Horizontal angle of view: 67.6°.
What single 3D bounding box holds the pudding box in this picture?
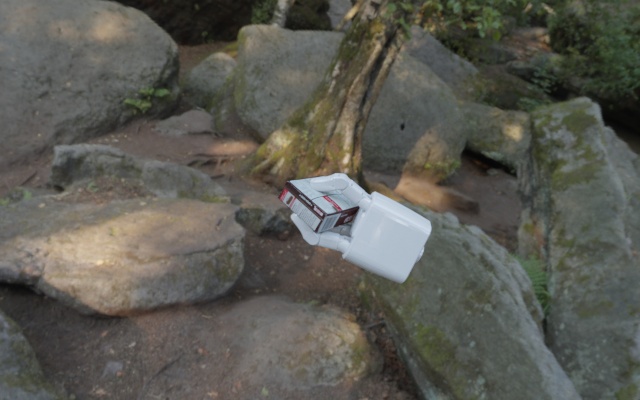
[{"bbox_3d":[0.000,0.002,0.771,0.090,0.039,0.113,40,24,21],"label":"pudding box"}]
